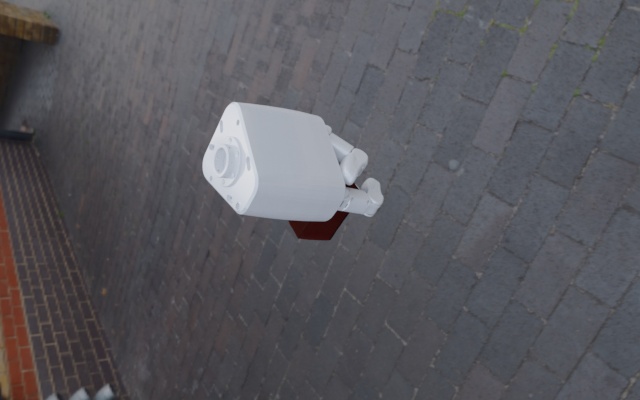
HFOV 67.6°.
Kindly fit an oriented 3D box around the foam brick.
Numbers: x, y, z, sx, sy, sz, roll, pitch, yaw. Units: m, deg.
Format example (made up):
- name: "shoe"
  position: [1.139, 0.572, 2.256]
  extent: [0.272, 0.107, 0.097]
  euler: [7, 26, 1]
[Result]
- name: "foam brick"
  position: [0.000, 0.002, 0.556]
  extent: [0.051, 0.078, 0.053]
  euler: [4, 41, -40]
